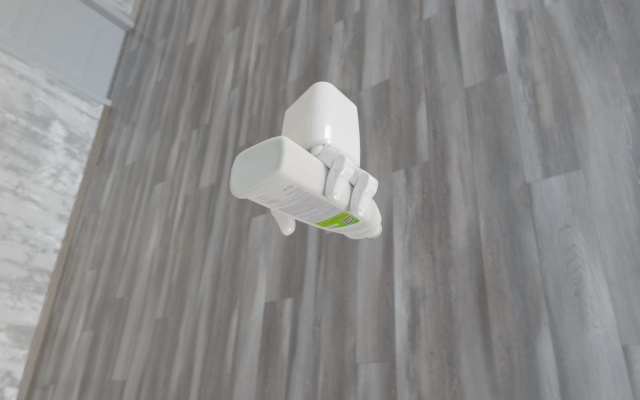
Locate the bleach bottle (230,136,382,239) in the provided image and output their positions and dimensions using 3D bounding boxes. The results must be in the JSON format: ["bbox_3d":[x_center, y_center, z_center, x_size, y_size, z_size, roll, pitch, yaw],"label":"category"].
[{"bbox_3d":[0.000,0.002,0.669,0.102,0.068,0.251,-18,-34,34],"label":"bleach bottle"}]
